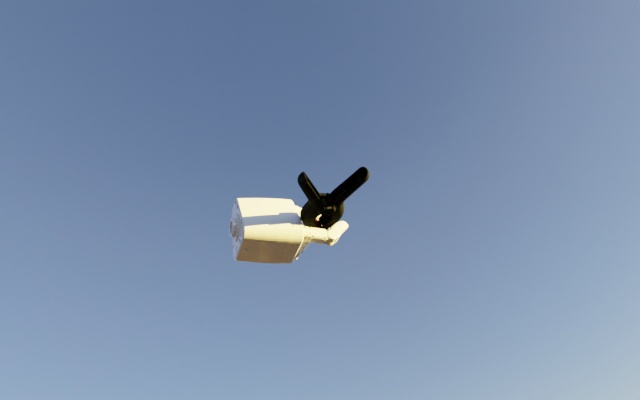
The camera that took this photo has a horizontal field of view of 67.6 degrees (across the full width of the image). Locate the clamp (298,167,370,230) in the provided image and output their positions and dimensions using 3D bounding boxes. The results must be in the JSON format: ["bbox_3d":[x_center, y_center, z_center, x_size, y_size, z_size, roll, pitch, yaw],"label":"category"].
[{"bbox_3d":[0.000,0.002,0.811,0.120,0.039,0.172,5,-42,-22],"label":"clamp"}]
